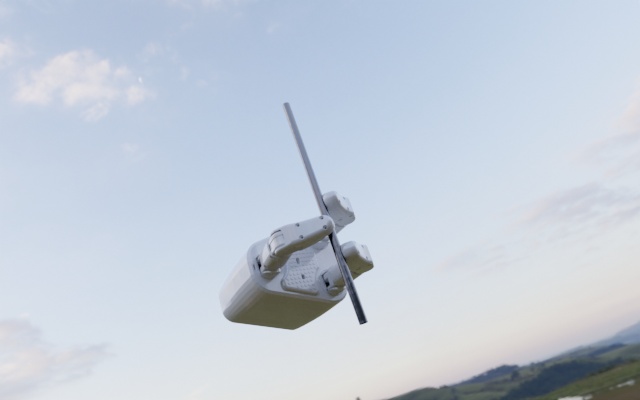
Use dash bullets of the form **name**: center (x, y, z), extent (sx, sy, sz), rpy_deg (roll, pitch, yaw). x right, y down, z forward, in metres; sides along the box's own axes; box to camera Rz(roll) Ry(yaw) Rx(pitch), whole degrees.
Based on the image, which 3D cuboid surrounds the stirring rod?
- **stirring rod**: center (0.000, 0.002, 0.456), extent (0.011, 0.239, 0.011), rpy_deg (-16, -25, -8)
